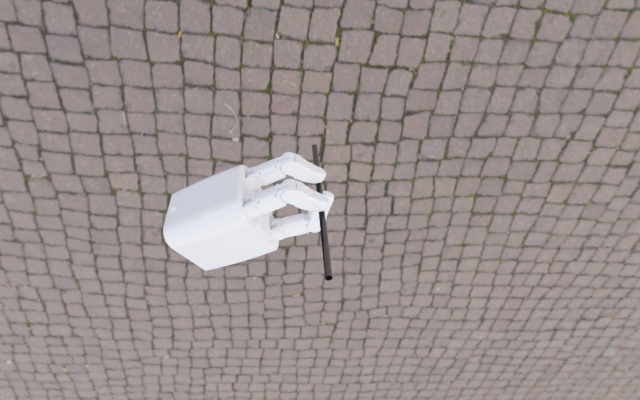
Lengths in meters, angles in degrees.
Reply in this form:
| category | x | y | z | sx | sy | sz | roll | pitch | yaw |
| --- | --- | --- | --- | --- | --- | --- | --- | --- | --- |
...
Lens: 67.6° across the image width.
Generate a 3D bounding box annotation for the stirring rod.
| category | x | y | z | sx | sy | sz | roll | pitch | yaw |
| --- | --- | --- | --- | --- | --- | --- | --- | --- | --- |
| stirring rod | 0.000 | 0.002 | 0.580 | 0.011 | 0.011 | 0.239 | 0 | 40 | -5 |
